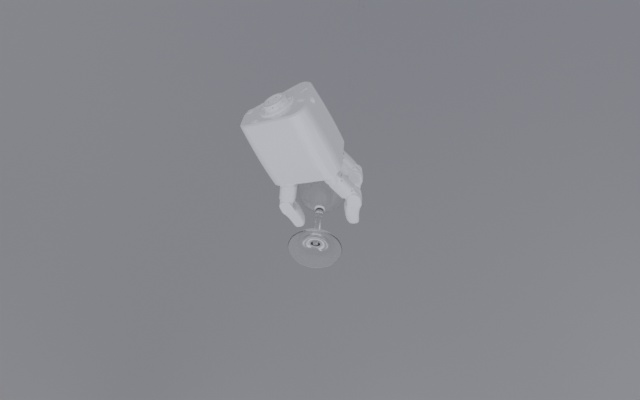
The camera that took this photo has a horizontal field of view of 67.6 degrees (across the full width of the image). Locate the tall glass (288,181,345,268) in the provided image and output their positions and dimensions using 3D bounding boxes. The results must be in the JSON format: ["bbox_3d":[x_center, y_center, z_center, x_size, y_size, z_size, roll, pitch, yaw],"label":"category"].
[{"bbox_3d":[0.000,0.003,0.723,0.079,0.079,0.200,0,40,6],"label":"tall glass"}]
